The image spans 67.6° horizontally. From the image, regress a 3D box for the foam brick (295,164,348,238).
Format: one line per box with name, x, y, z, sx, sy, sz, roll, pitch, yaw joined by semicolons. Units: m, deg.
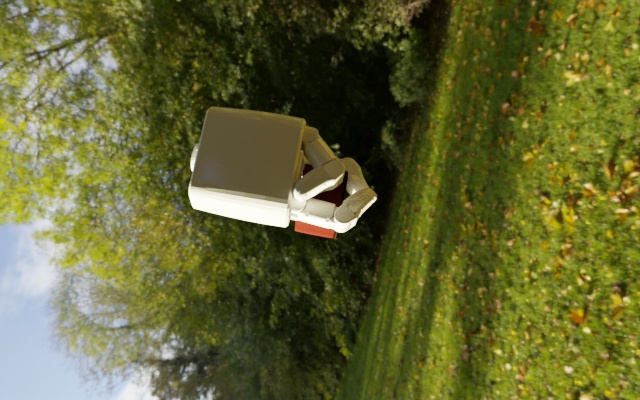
foam brick;0.000;0.002;0.560;0.051;0.053;0.078;9;-30;-1
